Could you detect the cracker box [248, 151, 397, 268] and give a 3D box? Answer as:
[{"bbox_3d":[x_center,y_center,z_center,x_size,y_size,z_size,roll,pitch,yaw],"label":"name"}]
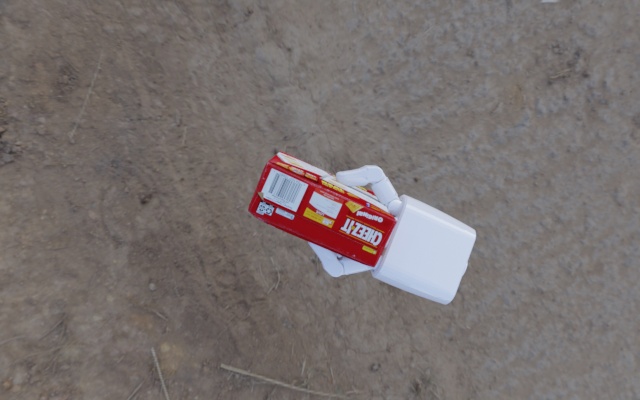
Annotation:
[{"bbox_3d":[0.000,0.002,0.641,0.164,0.072,0.213,24,8,-5],"label":"cracker box"}]
